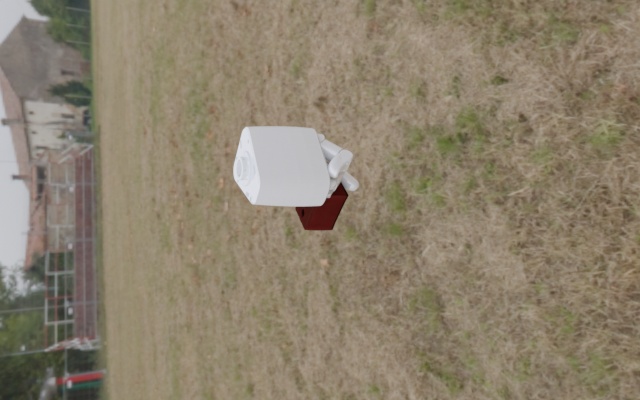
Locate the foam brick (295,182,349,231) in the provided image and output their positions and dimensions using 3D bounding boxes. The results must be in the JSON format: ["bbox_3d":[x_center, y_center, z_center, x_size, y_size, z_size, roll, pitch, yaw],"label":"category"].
[{"bbox_3d":[0.000,0.003,0.747,0.051,0.078,0.053,-1,43,-28],"label":"foam brick"}]
